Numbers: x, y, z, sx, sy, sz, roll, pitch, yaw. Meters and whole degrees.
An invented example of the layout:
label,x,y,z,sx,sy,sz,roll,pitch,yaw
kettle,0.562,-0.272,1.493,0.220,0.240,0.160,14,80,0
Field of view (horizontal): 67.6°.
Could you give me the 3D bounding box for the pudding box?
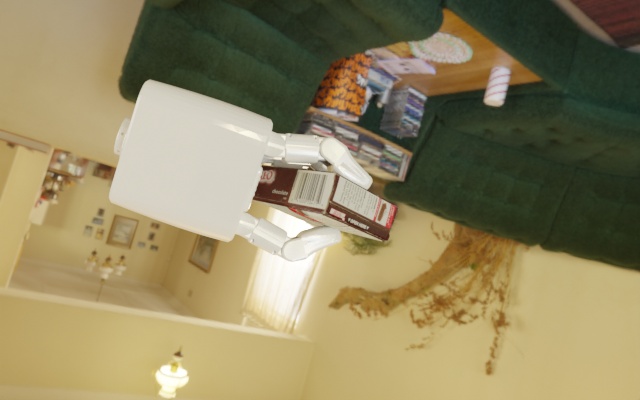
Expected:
label,x,y,z,sx,sy,sz,roll,pitch,yaw
pudding box,0.000,0.002,0.444,0.090,0.039,0.113,24,-8,-42
